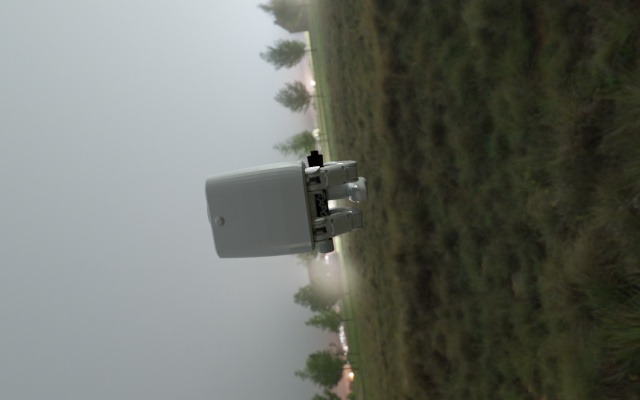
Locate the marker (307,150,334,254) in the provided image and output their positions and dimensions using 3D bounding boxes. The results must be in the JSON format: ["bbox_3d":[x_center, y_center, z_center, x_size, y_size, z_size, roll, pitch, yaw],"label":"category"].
[{"bbox_3d":[0.000,0.002,0.558,0.020,0.121,0.020,-7,11,1],"label":"marker"}]
